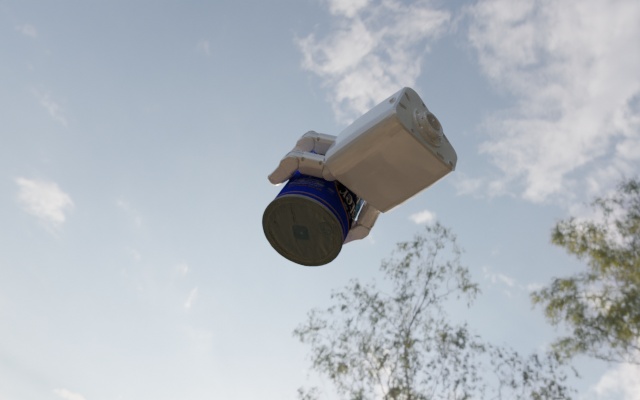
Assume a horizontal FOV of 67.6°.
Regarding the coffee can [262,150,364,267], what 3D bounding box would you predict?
[{"bbox_3d":[0.000,0.002,0.617,0.103,0.103,0.140,0,32,23],"label":"coffee can"}]
